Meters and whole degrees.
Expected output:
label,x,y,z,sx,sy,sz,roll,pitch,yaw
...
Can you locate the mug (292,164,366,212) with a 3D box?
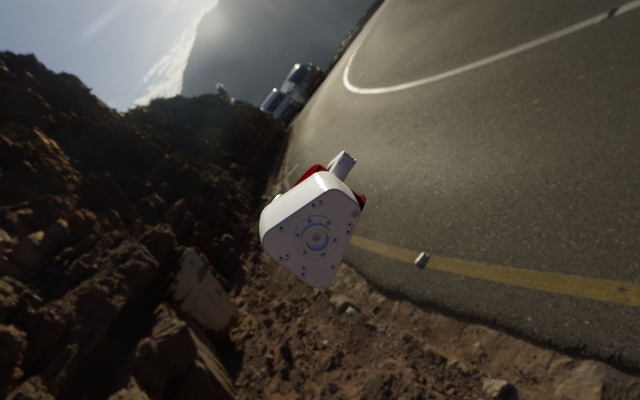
label,x,y,z,sx,sy,sz,roll,pitch,yaw
mug,0.000,0.002,0.669,0.081,0.093,0.117,39,4,-12
